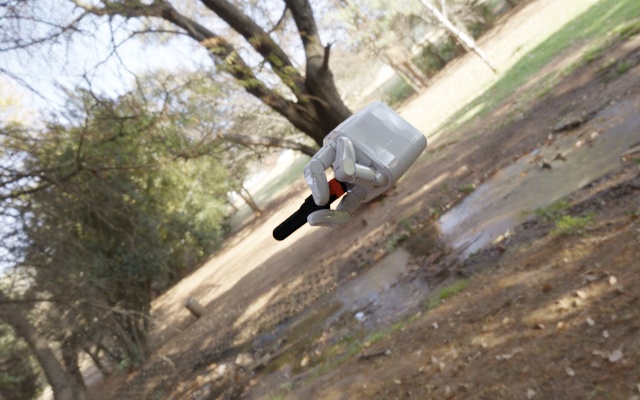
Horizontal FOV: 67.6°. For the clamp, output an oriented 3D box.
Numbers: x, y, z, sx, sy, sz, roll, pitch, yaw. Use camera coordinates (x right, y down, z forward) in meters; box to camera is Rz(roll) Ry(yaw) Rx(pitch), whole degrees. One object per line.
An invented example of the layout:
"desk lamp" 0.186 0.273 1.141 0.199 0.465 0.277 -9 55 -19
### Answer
"clamp" 0.000 0.002 0.716 0.120 0.039 0.171 -43 4 -35
